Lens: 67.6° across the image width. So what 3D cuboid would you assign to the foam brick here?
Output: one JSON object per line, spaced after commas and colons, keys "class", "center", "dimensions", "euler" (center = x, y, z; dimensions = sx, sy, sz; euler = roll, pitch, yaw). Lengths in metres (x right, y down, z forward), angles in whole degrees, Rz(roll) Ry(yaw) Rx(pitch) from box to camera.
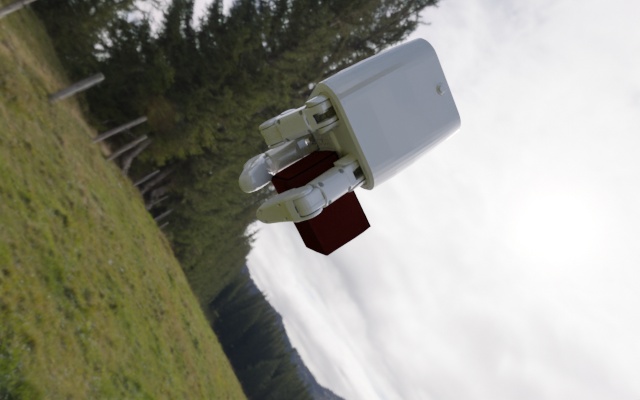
{"class": "foam brick", "center": [0.000, 0.002, 0.429], "dimensions": [0.051, 0.078, 0.053], "euler": [-31, 17, -17]}
